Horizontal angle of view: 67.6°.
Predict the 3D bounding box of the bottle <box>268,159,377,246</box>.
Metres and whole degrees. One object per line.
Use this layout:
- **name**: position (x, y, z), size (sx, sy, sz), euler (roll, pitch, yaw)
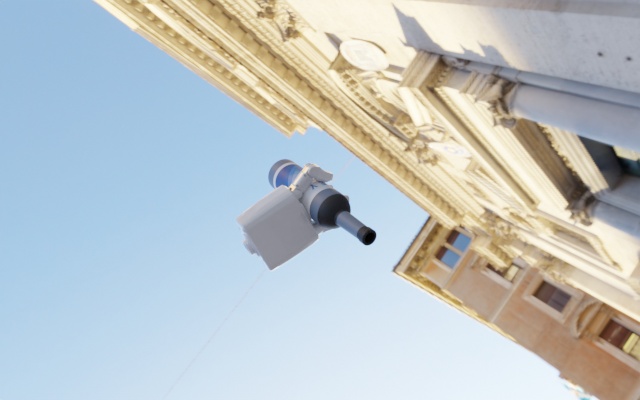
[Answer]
- **bottle**: position (0.000, 0.003, 0.847), size (0.069, 0.069, 0.295), euler (0, 22, -34)
